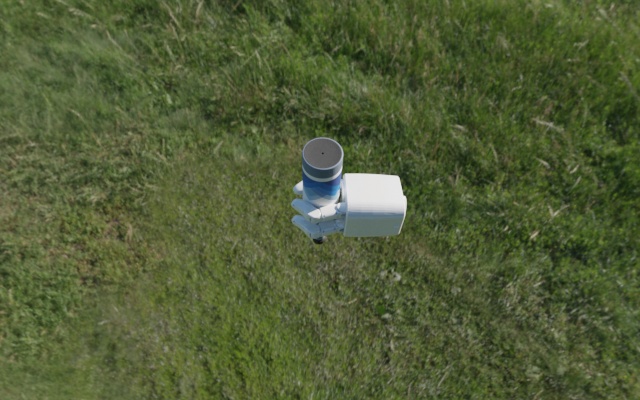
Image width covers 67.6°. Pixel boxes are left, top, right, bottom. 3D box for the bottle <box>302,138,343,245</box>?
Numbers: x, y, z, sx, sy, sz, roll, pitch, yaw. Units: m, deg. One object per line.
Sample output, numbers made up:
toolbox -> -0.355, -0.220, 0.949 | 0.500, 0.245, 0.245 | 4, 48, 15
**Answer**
bottle -> 0.000, 0.003, 0.892 | 0.069, 0.069, 0.296 | 0, -32, -2
